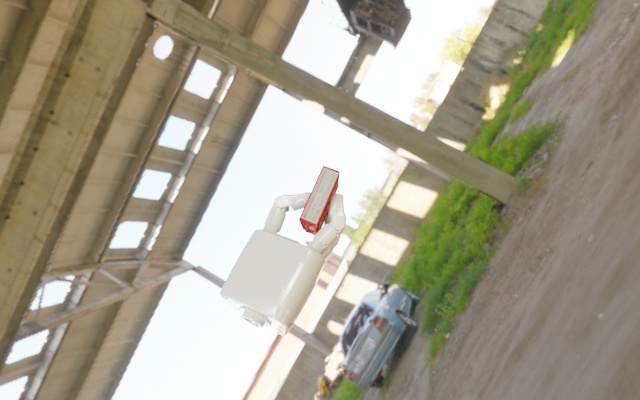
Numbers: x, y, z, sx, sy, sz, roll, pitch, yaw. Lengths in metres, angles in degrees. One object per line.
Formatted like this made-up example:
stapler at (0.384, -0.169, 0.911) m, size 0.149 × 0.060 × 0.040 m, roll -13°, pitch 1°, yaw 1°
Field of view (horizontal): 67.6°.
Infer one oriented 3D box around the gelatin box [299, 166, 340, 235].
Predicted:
gelatin box at (0.000, 0.002, 0.699) m, size 0.030 × 0.089 × 0.073 m, roll 22°, pitch -12°, yaw 6°
